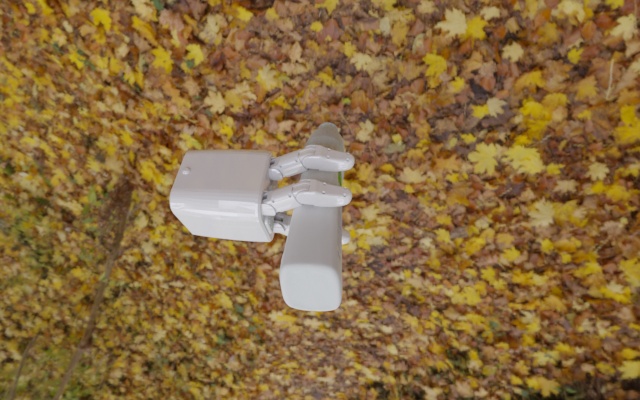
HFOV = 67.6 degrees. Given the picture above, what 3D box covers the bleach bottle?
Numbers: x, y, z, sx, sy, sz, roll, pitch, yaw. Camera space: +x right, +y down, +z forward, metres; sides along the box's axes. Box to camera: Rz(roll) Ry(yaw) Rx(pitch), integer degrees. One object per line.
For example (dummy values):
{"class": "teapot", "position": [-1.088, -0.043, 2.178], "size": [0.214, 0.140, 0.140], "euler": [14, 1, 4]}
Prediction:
{"class": "bleach bottle", "position": [0.000, 0.002, 0.596], "size": [0.068, 0.250, 0.103], "euler": [2, -40, 5]}
